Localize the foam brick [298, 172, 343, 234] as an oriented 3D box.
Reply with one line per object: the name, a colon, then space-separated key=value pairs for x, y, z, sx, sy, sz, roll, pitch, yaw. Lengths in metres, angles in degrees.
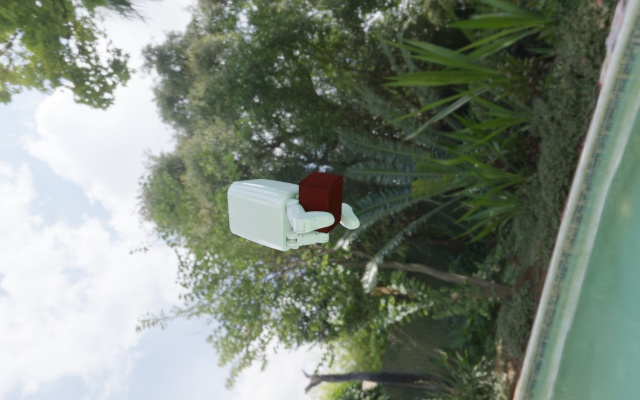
foam brick: x=0.000 y=0.002 z=0.727 sx=0.051 sy=0.078 sz=0.053 roll=14 pitch=29 yaw=24
